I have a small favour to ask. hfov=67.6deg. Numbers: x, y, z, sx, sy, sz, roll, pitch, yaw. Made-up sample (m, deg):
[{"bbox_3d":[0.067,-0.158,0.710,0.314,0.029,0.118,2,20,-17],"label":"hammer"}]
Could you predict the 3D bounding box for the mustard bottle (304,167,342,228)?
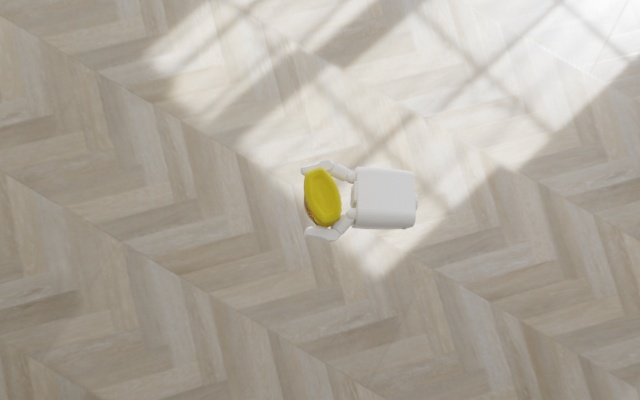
[{"bbox_3d":[0.000,0.003,0.881,0.058,0.096,0.191,-21,-6,-5],"label":"mustard bottle"}]
